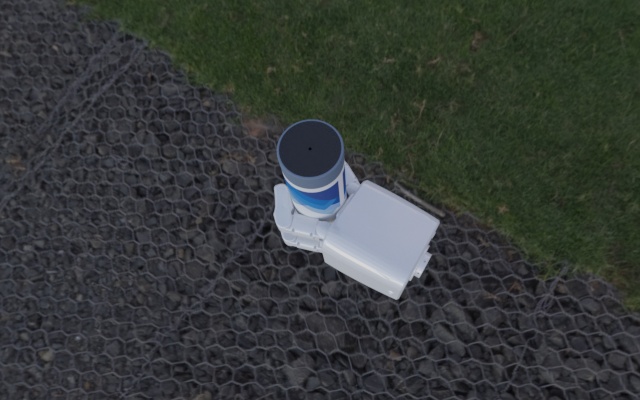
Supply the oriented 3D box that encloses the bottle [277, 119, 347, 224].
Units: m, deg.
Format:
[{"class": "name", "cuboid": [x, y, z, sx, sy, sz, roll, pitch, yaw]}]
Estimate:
[{"class": "bottle", "cuboid": [0.000, 0.002, 0.605, 0.069, 0.069, 0.296, 0, -21, 4]}]
